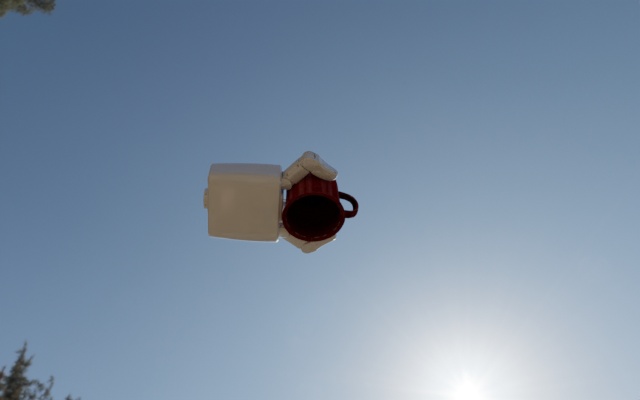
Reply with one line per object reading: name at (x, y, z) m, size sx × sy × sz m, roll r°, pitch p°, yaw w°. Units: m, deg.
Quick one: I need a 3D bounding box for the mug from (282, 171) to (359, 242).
mug at (0.002, 0.002, 0.728) m, size 0.117 × 0.093 × 0.081 m, roll 3°, pitch 36°, yaw -6°
